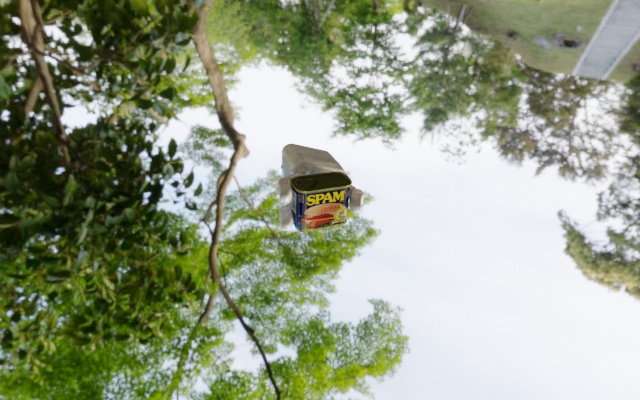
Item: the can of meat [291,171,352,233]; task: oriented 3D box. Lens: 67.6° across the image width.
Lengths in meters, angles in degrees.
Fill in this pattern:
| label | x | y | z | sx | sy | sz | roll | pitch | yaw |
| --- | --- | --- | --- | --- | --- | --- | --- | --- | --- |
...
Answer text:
| label | x | y | z | sx | sy | sz | roll | pitch | yaw |
| --- | --- | --- | --- | --- | --- | --- | --- | --- | --- |
| can of meat | 0.000 | 0.003 | 0.829 | 0.102 | 0.084 | 0.057 | -8 | 32 | -19 |
